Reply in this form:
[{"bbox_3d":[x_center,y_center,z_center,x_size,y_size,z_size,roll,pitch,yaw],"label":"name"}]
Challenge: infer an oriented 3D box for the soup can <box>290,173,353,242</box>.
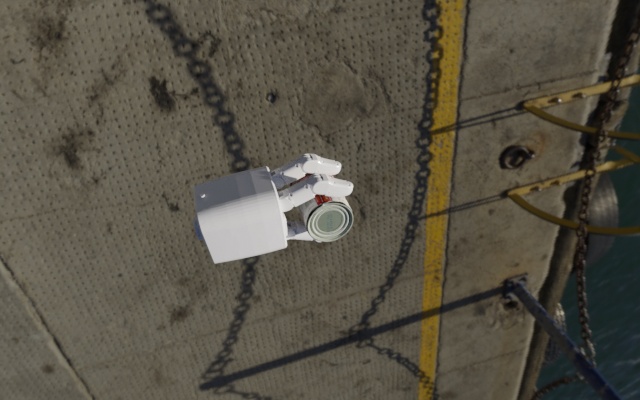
[{"bbox_3d":[0.001,0.002,0.677,0.068,0.068,0.102,0,33,-18],"label":"soup can"}]
